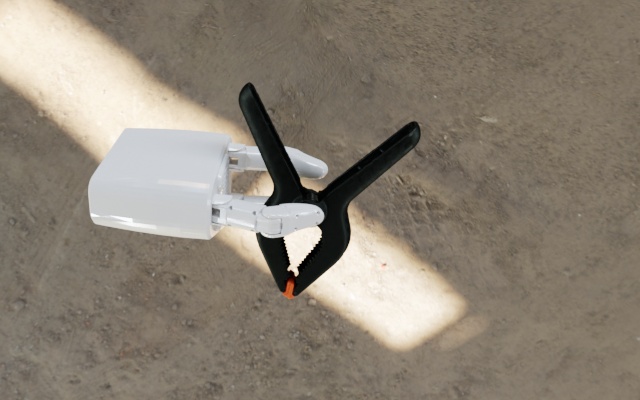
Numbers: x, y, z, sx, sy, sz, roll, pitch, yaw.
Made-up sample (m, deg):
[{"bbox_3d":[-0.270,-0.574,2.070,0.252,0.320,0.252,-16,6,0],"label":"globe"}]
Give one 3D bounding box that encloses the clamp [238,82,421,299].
[{"bbox_3d":[0.000,0.002,0.457,0.164,0.210,0.036,6,23,-1],"label":"clamp"}]
